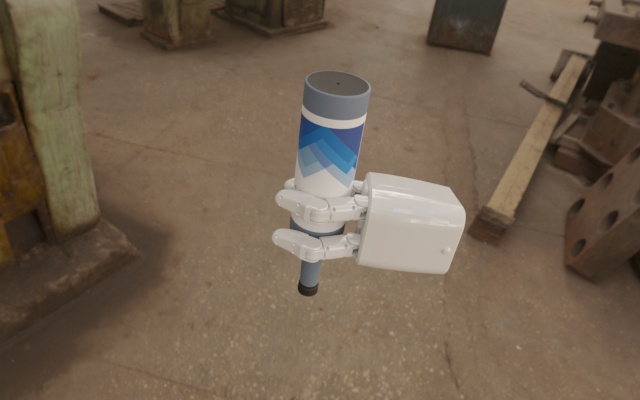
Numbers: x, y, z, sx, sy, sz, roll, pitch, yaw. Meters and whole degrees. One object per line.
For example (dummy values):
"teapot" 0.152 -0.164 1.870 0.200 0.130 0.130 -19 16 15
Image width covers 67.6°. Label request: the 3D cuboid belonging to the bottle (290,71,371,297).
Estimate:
"bottle" 0.000 0.002 0.559 0.069 0.296 0.069 6 36 -4
